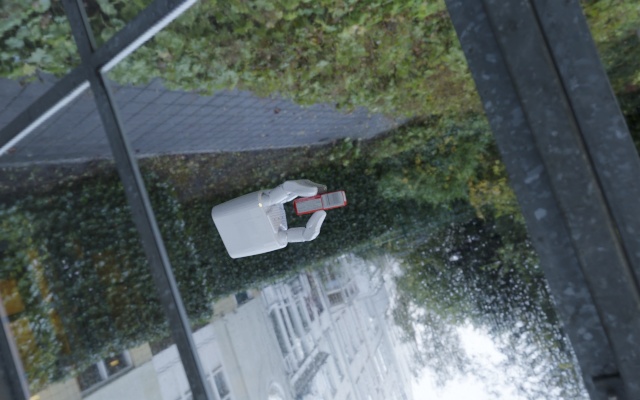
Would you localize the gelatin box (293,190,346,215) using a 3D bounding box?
[{"bbox_3d":[0.001,0.003,0.859,0.089,0.030,0.073,-11,-1,6],"label":"gelatin box"}]
